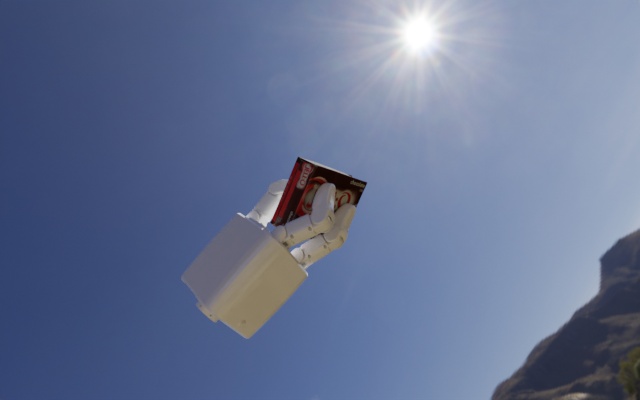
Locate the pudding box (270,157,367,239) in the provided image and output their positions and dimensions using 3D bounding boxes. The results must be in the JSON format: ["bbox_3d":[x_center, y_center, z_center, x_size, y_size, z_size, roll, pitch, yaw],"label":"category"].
[{"bbox_3d":[0.000,0.002,0.600,0.039,0.090,0.113,30,10,36],"label":"pudding box"}]
